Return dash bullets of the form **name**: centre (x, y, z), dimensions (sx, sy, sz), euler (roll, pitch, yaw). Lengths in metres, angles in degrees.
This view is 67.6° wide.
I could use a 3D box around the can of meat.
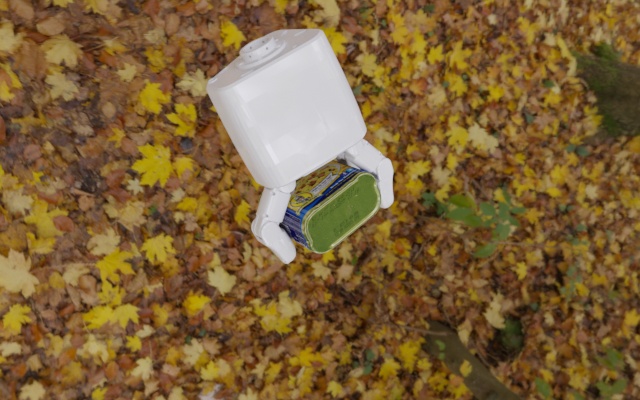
- **can of meat**: centre (0.000, 0.002, 0.499), dimensions (0.102, 0.057, 0.084), euler (-38, 34, -22)
